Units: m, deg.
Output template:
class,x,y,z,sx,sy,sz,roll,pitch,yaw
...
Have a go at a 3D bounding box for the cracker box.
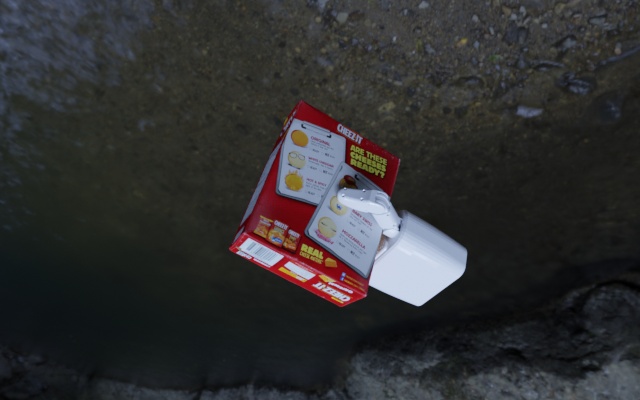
class,x,y,z,sx,sy,sz,roll,pitch,yaw
cracker box,0.000,0.002,0.611,0.164,0.213,0.072,29,-34,-15
